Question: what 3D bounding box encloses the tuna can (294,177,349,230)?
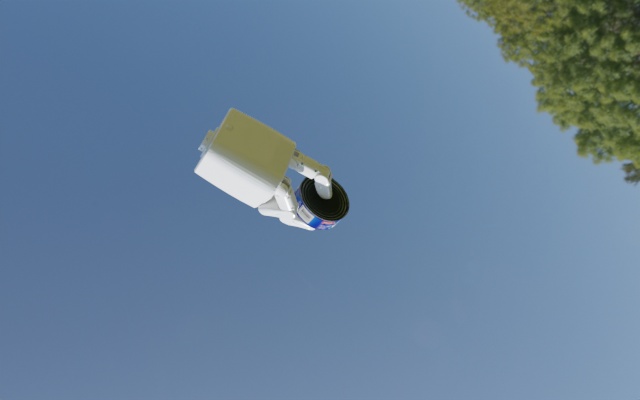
[{"bbox_3d":[0.000,0.003,0.746,0.086,0.086,0.034,0,-31,-33],"label":"tuna can"}]
